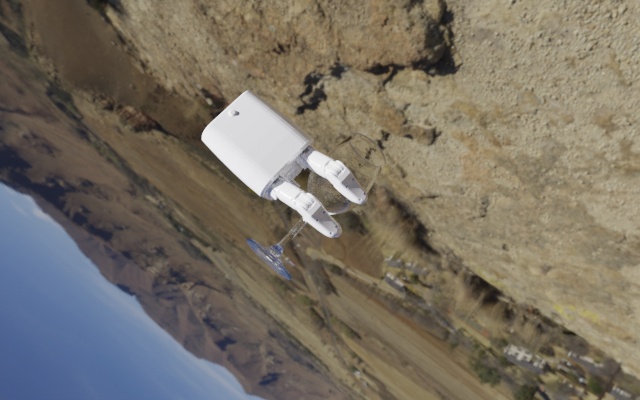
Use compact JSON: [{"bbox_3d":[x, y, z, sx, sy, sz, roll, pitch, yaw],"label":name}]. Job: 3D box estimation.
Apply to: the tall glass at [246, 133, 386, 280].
[{"bbox_3d":[0.000,0.003,0.614,0.079,0.201,0.079,38,-18,15],"label":"tall glass"}]
